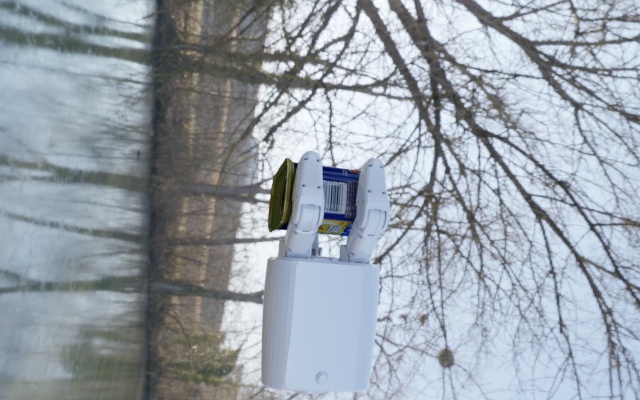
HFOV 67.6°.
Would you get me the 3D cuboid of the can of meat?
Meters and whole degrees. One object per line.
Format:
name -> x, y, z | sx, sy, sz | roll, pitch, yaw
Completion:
can of meat -> 0.000, 0.001, 0.445 | 0.084, 0.057, 0.102 | 7, -12, -13
